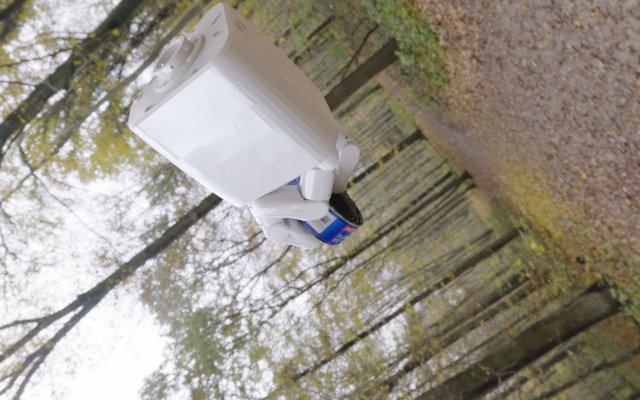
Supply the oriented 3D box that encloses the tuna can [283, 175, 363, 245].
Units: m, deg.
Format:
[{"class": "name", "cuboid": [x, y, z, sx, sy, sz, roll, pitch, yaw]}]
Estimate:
[{"class": "tuna can", "cuboid": [0.000, 0.002, 0.462, 0.034, 0.086, 0.086, -43, -14, 15]}]
